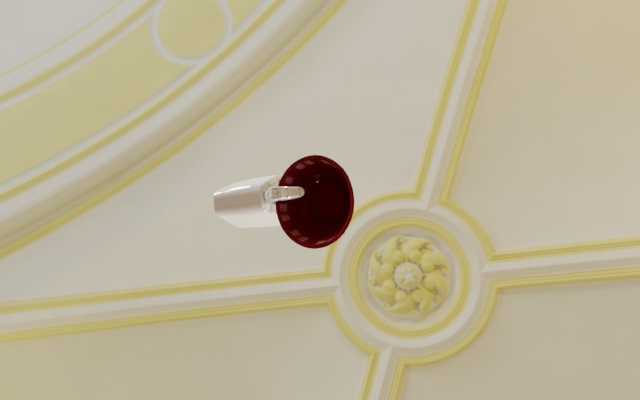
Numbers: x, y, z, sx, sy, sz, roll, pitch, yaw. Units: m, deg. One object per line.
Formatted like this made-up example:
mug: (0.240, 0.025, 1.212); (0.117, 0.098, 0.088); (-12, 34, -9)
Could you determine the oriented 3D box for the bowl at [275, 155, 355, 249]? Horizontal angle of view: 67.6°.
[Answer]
bowl: (0.001, 0.003, 0.841); (0.162, 0.162, 0.055); (0, -1, 33)
